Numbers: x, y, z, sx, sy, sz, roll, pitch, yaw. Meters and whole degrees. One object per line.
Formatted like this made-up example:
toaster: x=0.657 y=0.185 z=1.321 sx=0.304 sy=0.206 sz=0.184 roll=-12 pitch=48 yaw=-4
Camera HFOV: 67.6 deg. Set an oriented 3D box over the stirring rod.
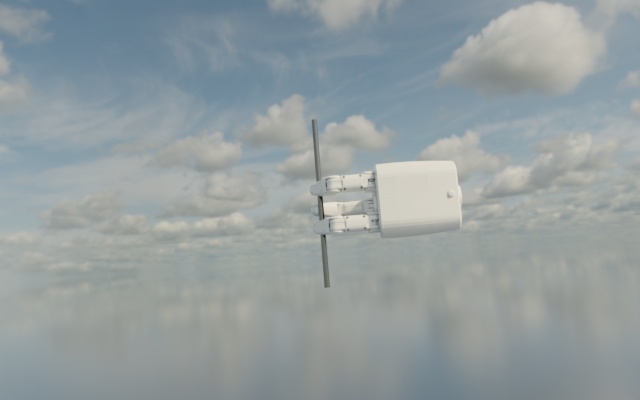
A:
stirring rod: x=0.000 y=0.002 z=0.679 sx=0.011 sy=0.239 sz=0.011 roll=-4 pitch=-7 yaw=-1
